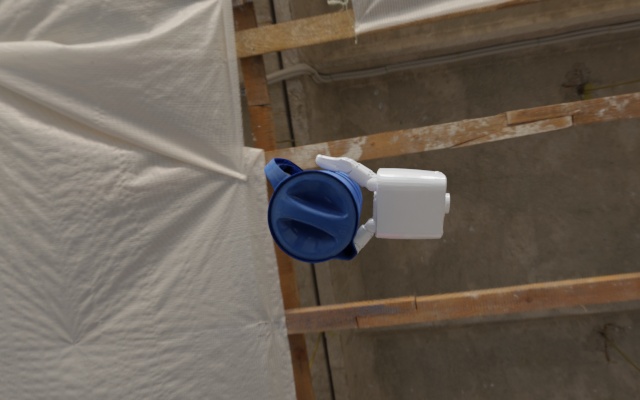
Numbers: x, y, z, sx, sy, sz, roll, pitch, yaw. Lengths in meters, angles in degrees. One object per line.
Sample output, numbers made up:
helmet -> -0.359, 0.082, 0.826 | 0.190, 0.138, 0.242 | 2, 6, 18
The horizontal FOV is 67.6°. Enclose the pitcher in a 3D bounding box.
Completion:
pitcher -> 0.000, 0.003, 0.787 | 0.145, 0.149, 0.243 | 1, 7, 9
